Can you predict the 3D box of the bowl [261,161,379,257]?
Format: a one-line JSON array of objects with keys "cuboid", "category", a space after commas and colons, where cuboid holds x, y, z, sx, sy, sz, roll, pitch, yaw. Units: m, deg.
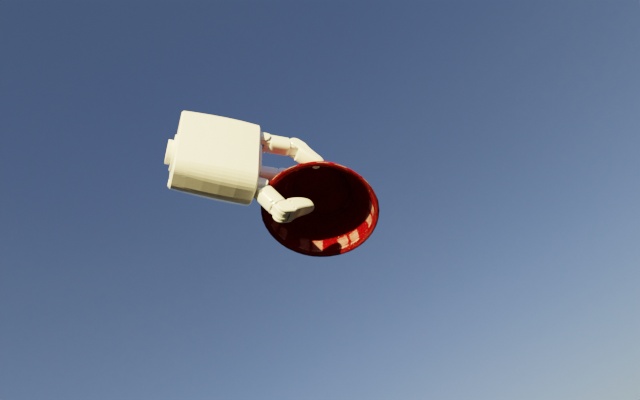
[{"cuboid": [0.001, 0.003, 0.669, 0.162, 0.162, 0.055, 0, 36, 4], "category": "bowl"}]
